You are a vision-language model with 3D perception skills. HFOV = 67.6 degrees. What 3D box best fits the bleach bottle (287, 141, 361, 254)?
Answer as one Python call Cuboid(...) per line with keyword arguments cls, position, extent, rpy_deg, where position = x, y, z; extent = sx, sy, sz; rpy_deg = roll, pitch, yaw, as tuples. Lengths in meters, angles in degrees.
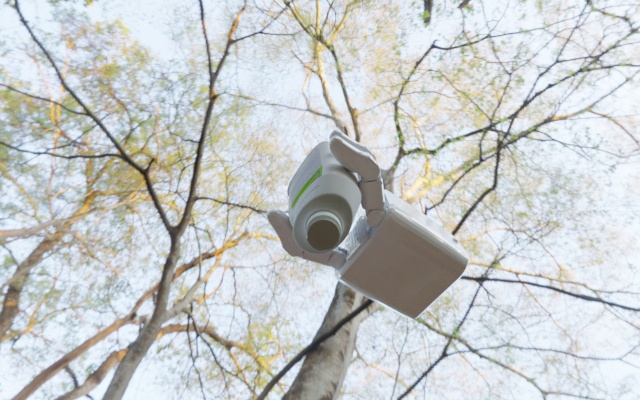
Cuboid(cls="bleach bottle", position=(0.000, 0.002, 0.524), extent=(0.068, 0.102, 0.250), rpy_deg=(32, 14, -8))
